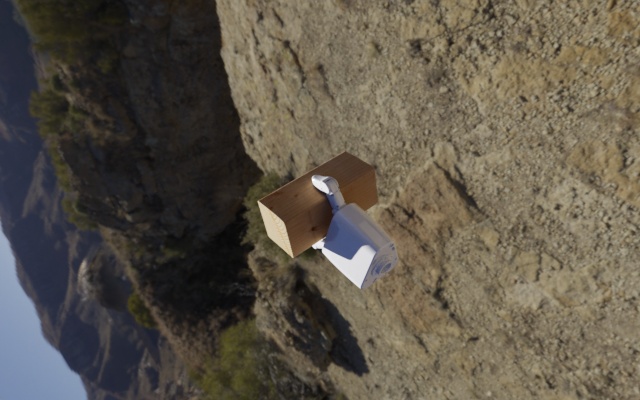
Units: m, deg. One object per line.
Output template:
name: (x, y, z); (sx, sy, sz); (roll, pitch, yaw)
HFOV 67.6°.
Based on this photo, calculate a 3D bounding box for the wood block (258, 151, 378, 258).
wood block: (0.000, 0.003, 0.895); (0.206, 0.091, 0.090); (-31, 43, -24)
